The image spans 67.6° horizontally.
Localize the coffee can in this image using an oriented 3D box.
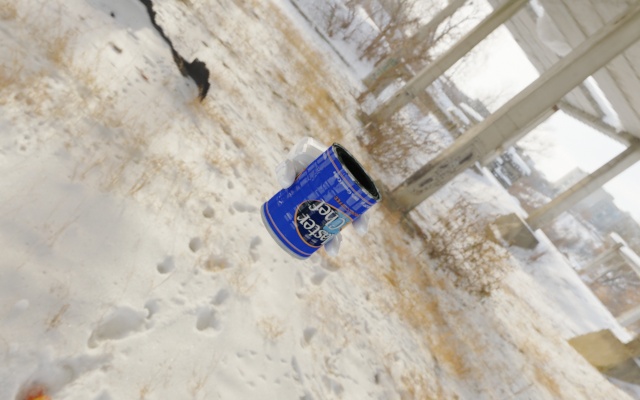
[{"bbox_3d":[0.000,0.002,0.671,0.140,0.103,0.103,-40,-13,17],"label":"coffee can"}]
